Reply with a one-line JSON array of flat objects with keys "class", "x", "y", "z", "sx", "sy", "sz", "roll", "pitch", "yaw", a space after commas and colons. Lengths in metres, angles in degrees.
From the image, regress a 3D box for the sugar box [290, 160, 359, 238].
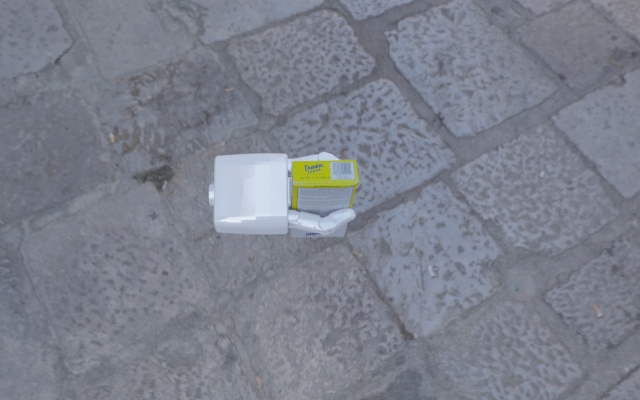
[{"class": "sugar box", "x": 0.000, "y": 0.002, "z": 0.731, "sx": 0.093, "sy": 0.048, "sz": 0.176, "roll": -1, "pitch": -26, "yaw": -6}]
